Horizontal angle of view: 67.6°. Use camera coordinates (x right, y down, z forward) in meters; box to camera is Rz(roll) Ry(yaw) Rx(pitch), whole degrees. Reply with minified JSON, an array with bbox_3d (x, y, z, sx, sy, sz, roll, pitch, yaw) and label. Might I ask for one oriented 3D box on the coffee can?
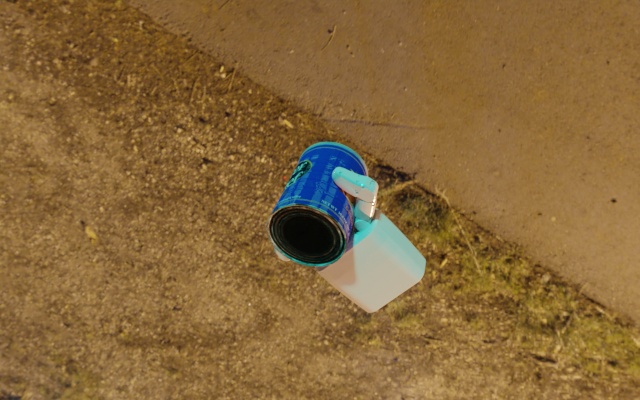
[{"bbox_3d":[0.000,0.002,0.633,0.103,0.103,0.140,0,38,19],"label":"coffee can"}]
